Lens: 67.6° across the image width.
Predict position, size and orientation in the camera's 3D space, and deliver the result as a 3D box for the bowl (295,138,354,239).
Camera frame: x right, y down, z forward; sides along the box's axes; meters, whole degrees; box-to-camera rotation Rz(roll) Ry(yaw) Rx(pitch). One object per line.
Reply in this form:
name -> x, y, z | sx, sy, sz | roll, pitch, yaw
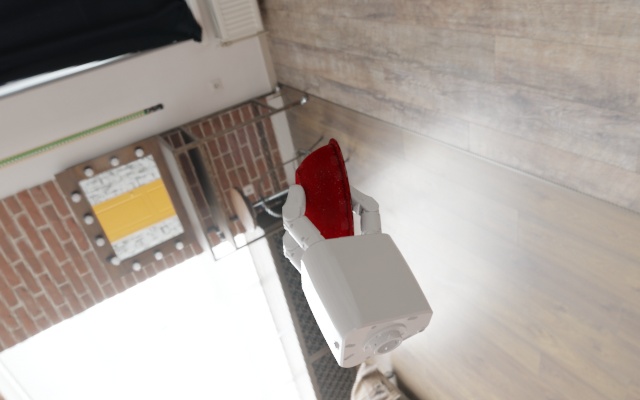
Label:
bowl -> -0.001, 0.001, 0.624 | 0.055, 0.162, 0.162 | -7, 1, -7
